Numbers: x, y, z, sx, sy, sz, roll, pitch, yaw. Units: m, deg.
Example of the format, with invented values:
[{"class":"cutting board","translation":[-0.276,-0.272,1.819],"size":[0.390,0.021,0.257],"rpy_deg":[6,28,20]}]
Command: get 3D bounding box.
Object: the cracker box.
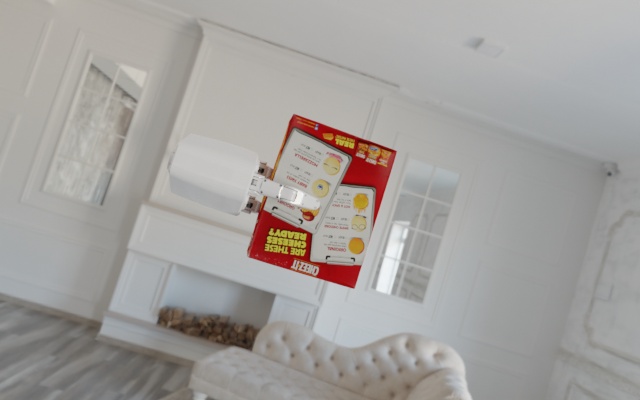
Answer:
[{"class":"cracker box","translation":[0.000,0.002,0.709],"size":[0.164,0.213,0.072],"rpy_deg":[18,-4,-9]}]
